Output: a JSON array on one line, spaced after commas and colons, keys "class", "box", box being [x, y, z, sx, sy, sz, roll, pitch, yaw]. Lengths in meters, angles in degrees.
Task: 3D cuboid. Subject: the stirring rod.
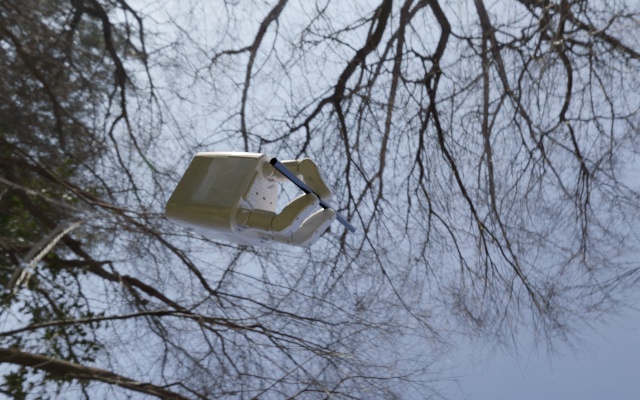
[{"class": "stirring rod", "box": [0.000, 0.002, 0.563, 0.011, 0.011, 0.240, 0, -19, 24]}]
